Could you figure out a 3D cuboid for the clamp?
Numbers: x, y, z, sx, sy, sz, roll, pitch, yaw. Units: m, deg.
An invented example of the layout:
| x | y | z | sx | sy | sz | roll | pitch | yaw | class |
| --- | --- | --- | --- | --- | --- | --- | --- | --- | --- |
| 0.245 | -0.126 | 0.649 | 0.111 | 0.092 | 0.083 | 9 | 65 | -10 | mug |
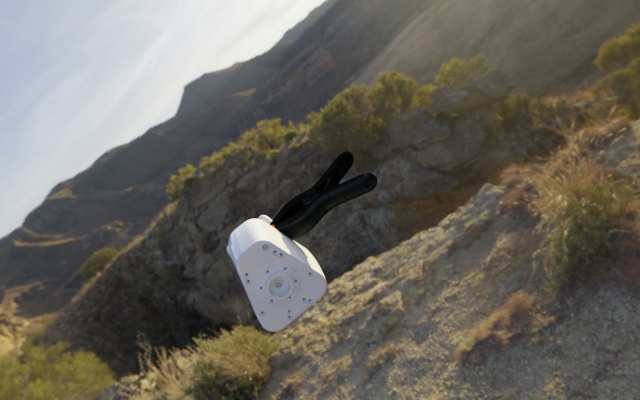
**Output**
| x | y | z | sx | sy | sz | roll | pitch | yaw | class |
| --- | --- | --- | --- | --- | --- | --- | --- | --- | --- |
| 0.000 | 0.002 | 0.649 | 0.039 | 0.171 | 0.120 | 47 | -4 | -20 | clamp |
